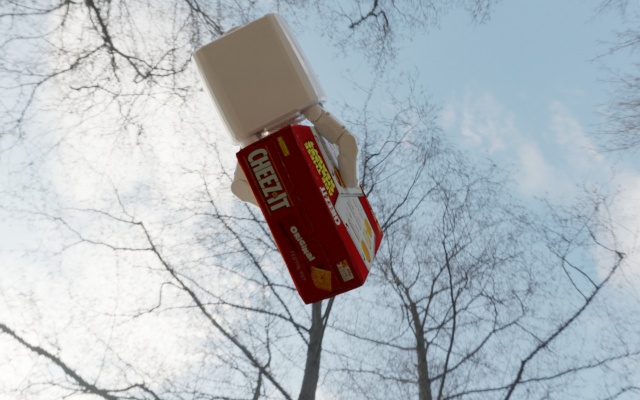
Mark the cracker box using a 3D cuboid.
[{"bbox_3d":[0.000,0.002,0.542,0.072,0.164,0.213,-25,2,15],"label":"cracker box"}]
